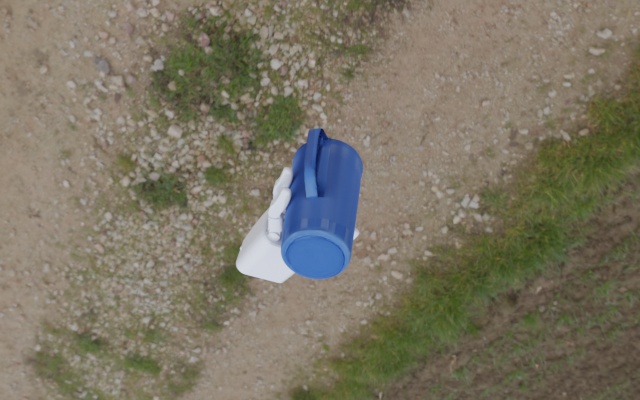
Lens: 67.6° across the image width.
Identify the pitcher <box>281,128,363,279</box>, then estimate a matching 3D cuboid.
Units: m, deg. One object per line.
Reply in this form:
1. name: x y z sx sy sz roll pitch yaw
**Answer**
1. pitcher: 0.000 0.003 0.805 0.149 0.242 0.145 31 -54 -18
